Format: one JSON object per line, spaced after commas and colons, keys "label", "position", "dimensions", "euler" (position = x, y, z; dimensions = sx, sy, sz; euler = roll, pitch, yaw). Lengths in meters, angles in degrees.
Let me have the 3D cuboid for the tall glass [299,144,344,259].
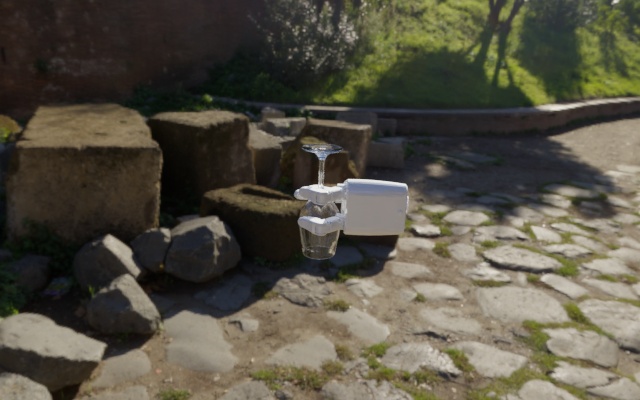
{"label": "tall glass", "position": [0.000, 0.002, 0.865], "dimensions": [0.079, 0.201, 0.079], "euler": [2, 17, -1]}
